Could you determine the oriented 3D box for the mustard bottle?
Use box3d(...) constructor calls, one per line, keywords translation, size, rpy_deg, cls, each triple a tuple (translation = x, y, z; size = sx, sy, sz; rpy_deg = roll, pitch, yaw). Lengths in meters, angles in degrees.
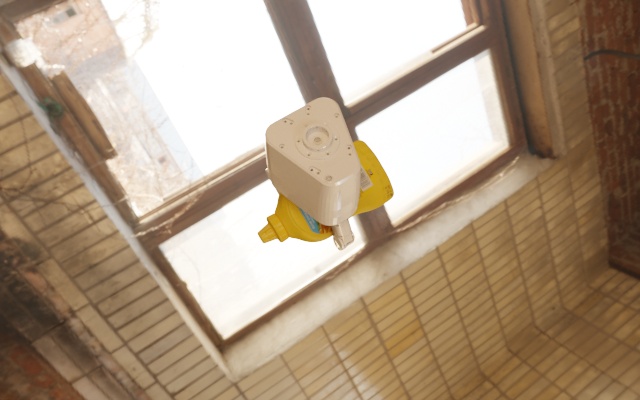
box3d(translation=(0.000, 0.002, 0.653), size=(0.191, 0.096, 0.058), rpy_deg=(-31, 3, -13), cls="mustard bottle")
